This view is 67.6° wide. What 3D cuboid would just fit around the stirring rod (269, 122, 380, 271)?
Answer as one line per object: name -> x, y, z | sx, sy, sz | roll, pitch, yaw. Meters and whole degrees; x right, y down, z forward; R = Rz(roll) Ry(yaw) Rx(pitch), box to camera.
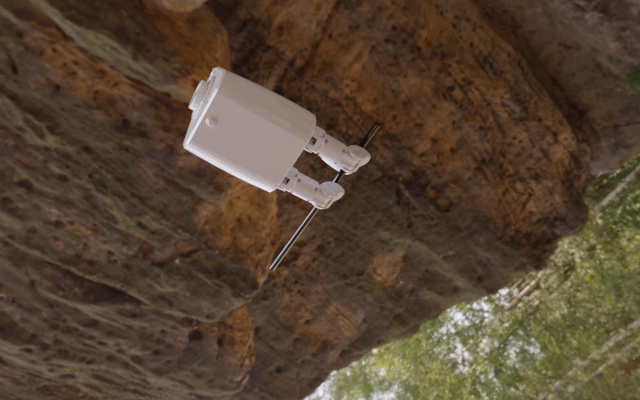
stirring rod -> 0.000, 0.002, 0.593 | 0.011, 0.240, 0.011 | 30, 24, -15
